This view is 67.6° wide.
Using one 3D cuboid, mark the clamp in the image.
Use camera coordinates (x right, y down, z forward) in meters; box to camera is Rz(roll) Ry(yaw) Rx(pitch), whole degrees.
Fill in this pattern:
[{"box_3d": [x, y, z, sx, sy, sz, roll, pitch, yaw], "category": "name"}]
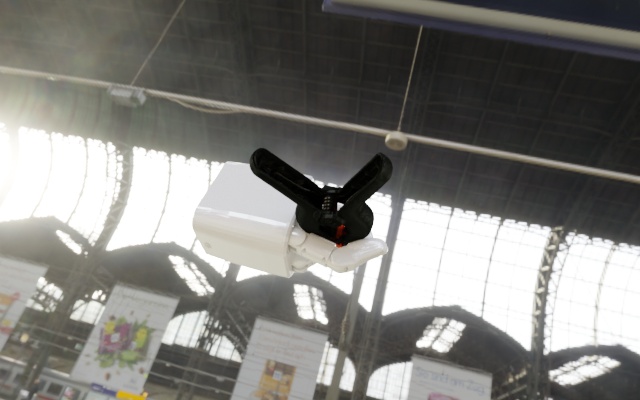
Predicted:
[{"box_3d": [0.000, 0.001, 0.456, 0.120, 0.039, 0.172, 13, -29, 8], "category": "clamp"}]
